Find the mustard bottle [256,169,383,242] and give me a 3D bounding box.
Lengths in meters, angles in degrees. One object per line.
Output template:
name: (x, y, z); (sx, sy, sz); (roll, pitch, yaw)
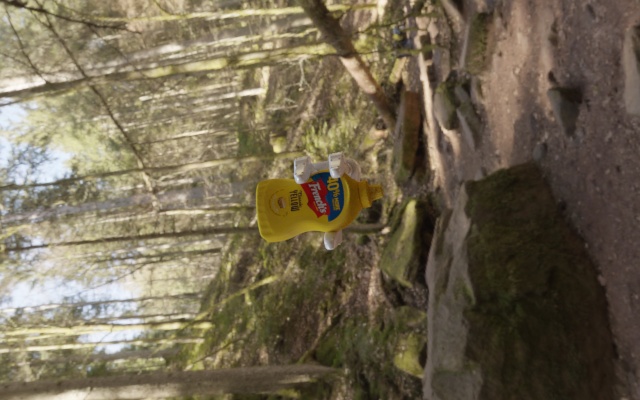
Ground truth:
mustard bottle: (0.000, 0.002, 0.730); (0.191, 0.096, 0.058); (-10, -22, 11)
